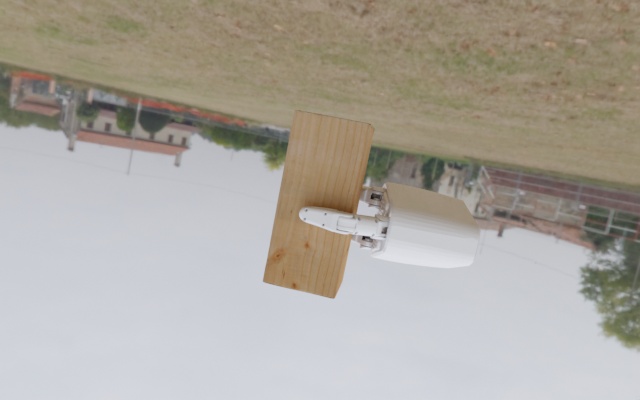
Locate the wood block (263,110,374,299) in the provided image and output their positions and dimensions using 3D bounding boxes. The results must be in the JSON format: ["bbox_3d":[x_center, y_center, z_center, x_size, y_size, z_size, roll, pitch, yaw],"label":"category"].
[{"bbox_3d":[0.000,0.002,0.589,0.090,0.206,0.091,12,6,8],"label":"wood block"}]
